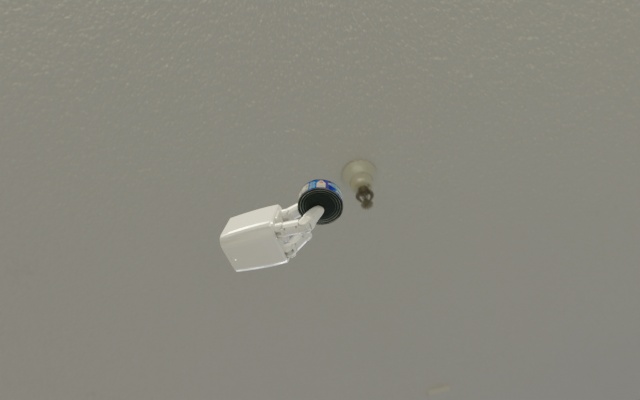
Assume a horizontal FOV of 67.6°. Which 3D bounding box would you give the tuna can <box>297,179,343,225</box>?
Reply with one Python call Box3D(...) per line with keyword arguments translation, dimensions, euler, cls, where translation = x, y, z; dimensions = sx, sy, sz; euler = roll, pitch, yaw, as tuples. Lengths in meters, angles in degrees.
Box3D(translation=(0.000, 0.003, 0.900), dimensions=(0.086, 0.086, 0.033), euler=(0, 37, 3), cls="tuna can")
